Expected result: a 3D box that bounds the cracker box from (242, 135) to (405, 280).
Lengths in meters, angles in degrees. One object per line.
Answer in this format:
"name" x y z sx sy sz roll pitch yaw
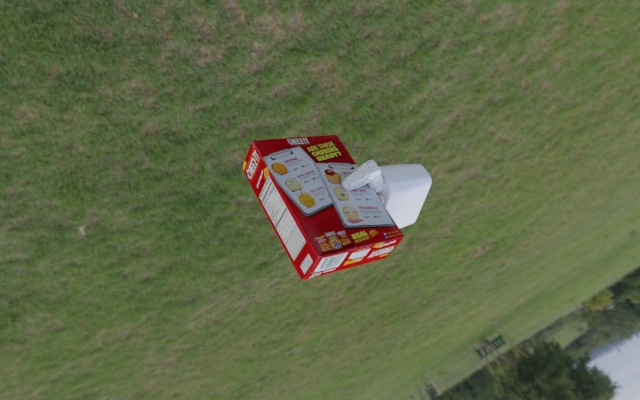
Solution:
"cracker box" 0.000 0.002 0.720 0.164 0.213 0.072 -10 -34 -37
